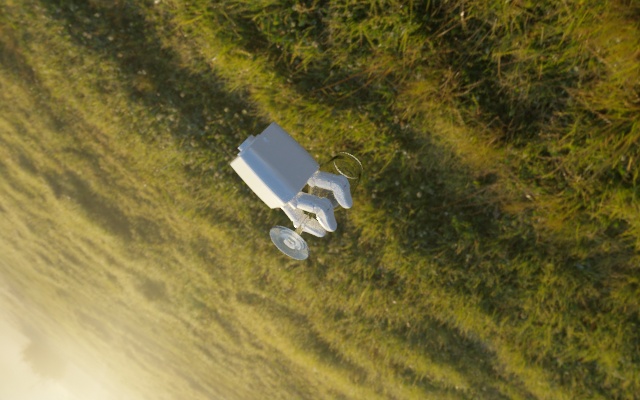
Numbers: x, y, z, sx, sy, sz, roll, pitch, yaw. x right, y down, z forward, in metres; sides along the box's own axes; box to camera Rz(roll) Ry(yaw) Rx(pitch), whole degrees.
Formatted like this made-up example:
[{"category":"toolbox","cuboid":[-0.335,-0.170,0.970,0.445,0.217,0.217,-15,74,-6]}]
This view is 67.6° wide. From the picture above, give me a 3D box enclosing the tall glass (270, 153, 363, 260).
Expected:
[{"category":"tall glass","cuboid":[0.000,0.003,0.812,0.079,0.079,0.201,0,41,42]}]
